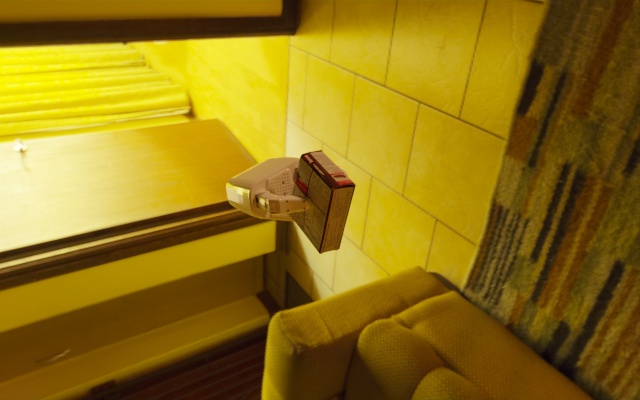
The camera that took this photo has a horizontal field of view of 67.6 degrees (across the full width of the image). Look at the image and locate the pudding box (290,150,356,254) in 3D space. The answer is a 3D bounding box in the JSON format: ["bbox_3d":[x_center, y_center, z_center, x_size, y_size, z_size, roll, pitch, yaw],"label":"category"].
[{"bbox_3d":[0.000,0.002,0.652,0.039,0.114,0.090,-14,42,-29],"label":"pudding box"}]
